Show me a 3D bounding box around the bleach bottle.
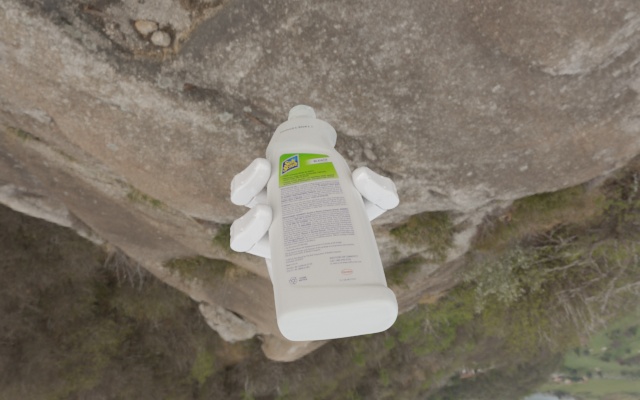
[{"bbox_3d":[0.000,0.002,0.462,0.102,0.250,0.068,-6,-37,-1],"label":"bleach bottle"}]
